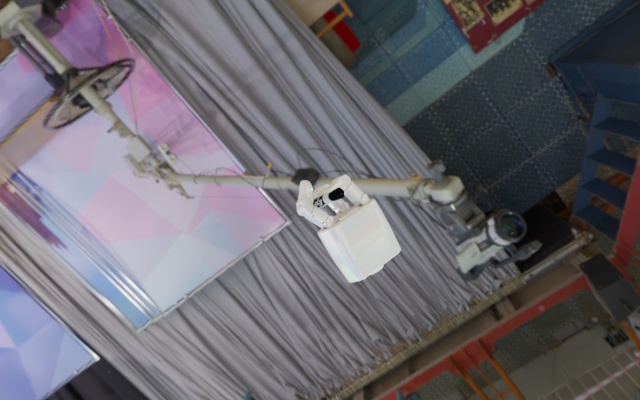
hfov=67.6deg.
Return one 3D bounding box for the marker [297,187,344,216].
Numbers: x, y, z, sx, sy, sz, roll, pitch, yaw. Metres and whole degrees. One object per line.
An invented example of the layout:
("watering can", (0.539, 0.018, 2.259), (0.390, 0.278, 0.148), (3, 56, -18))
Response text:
("marker", (0.000, 0.003, 0.799), (0.020, 0.020, 0.121), (0, -15, -36))
